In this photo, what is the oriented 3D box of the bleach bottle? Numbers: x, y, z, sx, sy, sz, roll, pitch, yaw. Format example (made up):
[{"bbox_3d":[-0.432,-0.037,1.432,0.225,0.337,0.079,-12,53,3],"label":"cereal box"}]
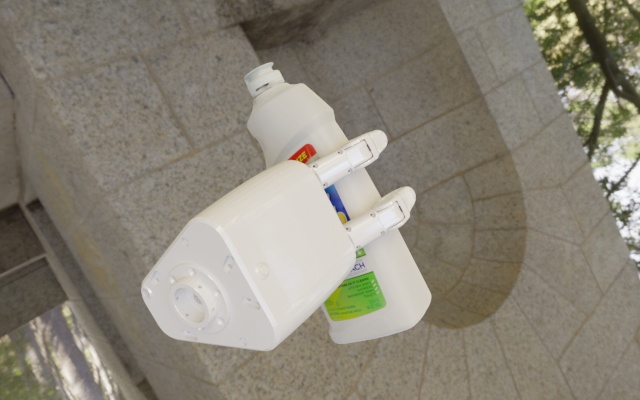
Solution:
[{"bbox_3d":[0.000,0.001,0.427,0.102,0.251,0.068,-24,8,36],"label":"bleach bottle"}]
